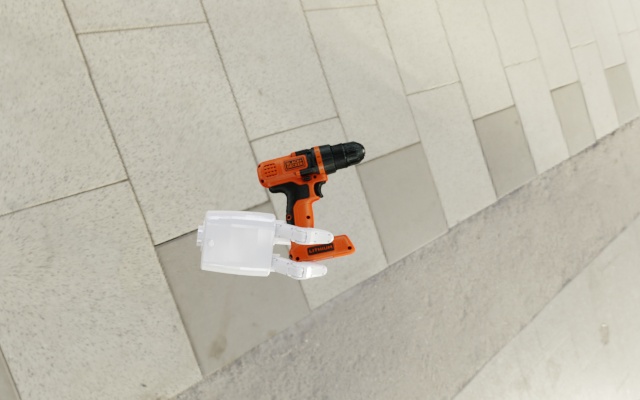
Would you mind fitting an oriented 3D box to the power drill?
[{"bbox_3d":[0.000,0.003,0.785,0.184,0.187,0.057,-14,-12,3],"label":"power drill"}]
